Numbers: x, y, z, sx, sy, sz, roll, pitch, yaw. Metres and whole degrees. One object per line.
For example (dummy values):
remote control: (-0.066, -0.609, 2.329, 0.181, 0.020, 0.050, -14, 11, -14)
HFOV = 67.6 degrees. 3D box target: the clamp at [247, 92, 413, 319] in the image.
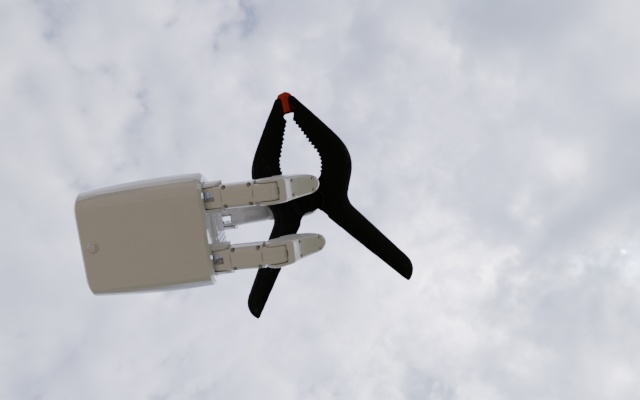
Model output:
clamp: (0.000, 0.001, 0.457, 0.164, 0.210, 0.036, -7, 7, -4)
